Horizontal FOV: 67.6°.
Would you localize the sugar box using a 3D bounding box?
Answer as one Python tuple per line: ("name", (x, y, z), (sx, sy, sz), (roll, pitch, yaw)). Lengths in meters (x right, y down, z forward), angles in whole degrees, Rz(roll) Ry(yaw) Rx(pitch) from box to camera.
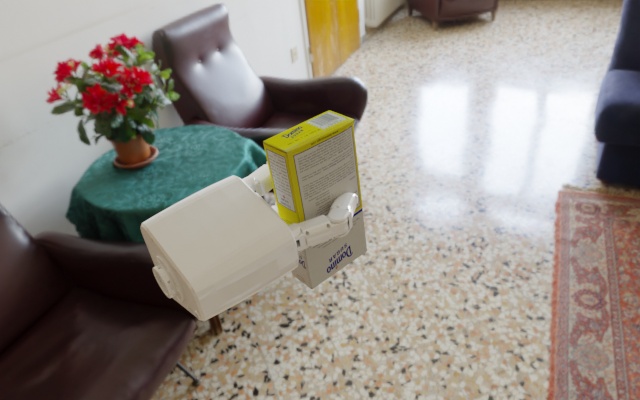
("sugar box", (0.000, 0.001, 0.523), (0.093, 0.176, 0.048), (-30, 40, -30))
